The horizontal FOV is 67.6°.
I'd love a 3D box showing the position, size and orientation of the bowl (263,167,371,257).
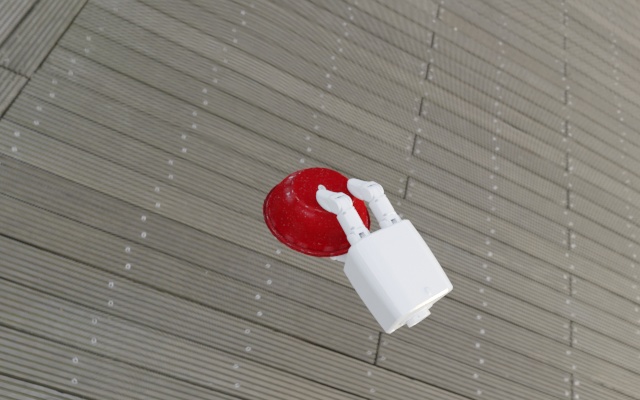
[{"bbox_3d":[-0.001,0.001,0.688,0.162,0.162,0.055,0,-44,-14],"label":"bowl"}]
